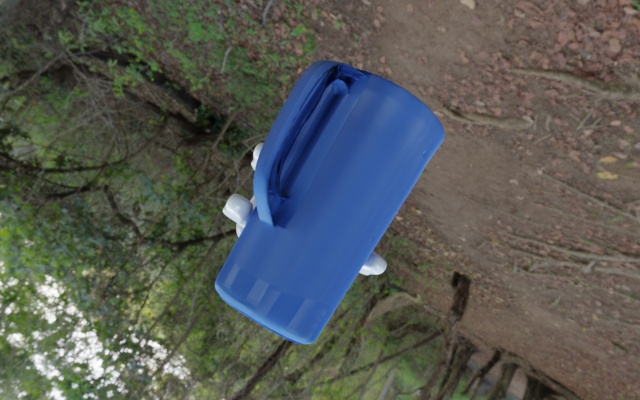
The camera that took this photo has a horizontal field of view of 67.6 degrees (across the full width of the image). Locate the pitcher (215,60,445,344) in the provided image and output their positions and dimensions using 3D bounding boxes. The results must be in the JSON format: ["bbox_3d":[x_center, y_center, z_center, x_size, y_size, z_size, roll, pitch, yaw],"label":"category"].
[{"bbox_3d":[0.000,0.002,0.452,0.149,0.243,0.145,32,-10,-6],"label":"pitcher"}]
